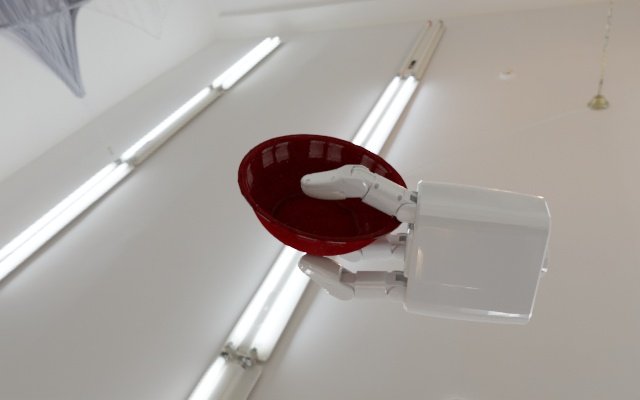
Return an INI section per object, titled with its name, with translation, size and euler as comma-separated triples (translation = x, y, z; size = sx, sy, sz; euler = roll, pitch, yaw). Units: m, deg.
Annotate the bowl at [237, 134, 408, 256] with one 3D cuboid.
[bowl]
translation = -0.001, 0.001, 0.457
size = 0.162, 0.055, 0.162
euler = 8, 39, -7
